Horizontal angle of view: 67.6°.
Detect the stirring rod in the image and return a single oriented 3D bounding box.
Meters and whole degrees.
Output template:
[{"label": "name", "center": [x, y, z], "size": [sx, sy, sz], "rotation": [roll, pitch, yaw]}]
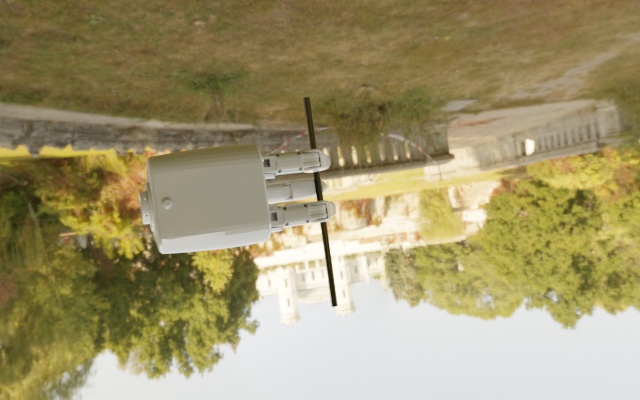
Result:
[{"label": "stirring rod", "center": [0.000, 0.002, 0.547], "size": [0.011, 0.239, 0.011], "rotation": [-8, 0, 0]}]
